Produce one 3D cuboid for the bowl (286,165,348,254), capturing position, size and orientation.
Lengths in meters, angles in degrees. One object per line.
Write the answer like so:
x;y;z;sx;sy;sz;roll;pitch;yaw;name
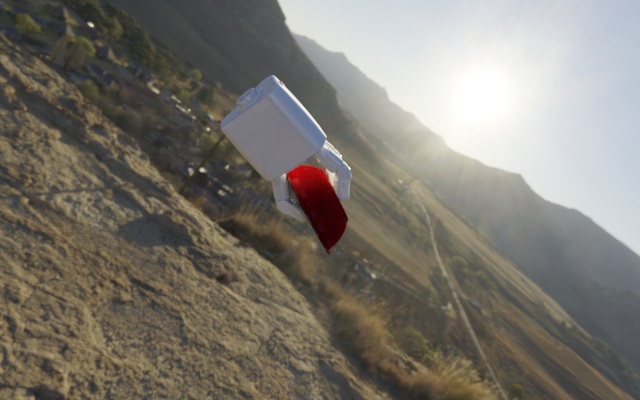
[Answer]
0.001;0.003;0.766;0.055;0.162;0.162;-27;0;1;bowl
